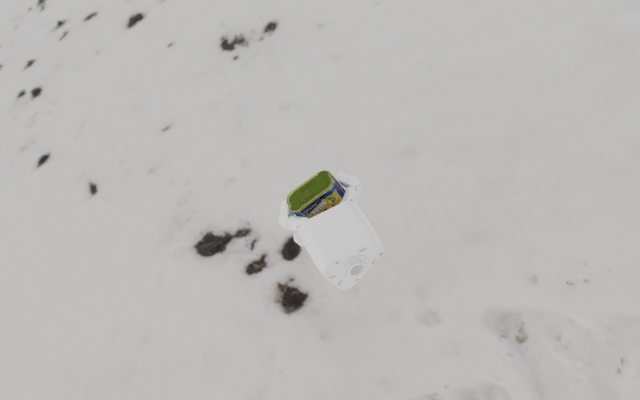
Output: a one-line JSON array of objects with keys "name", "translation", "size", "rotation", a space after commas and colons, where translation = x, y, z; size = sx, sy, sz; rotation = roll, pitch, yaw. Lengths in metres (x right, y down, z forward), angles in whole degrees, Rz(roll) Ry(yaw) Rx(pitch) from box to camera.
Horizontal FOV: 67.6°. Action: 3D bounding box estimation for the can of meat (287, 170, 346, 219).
[{"name": "can of meat", "translation": [0.000, 0.003, 0.878], "size": [0.102, 0.057, 0.084], "rotation": [-36, -44, 8]}]
